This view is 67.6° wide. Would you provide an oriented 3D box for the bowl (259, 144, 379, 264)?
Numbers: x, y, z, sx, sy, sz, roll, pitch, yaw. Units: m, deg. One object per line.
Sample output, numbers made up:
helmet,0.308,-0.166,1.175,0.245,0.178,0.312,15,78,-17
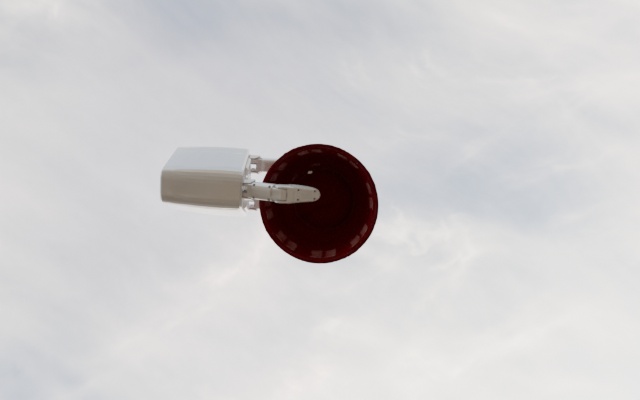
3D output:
bowl,0.001,0.003,0.659,0.162,0.162,0.055,0,8,9
